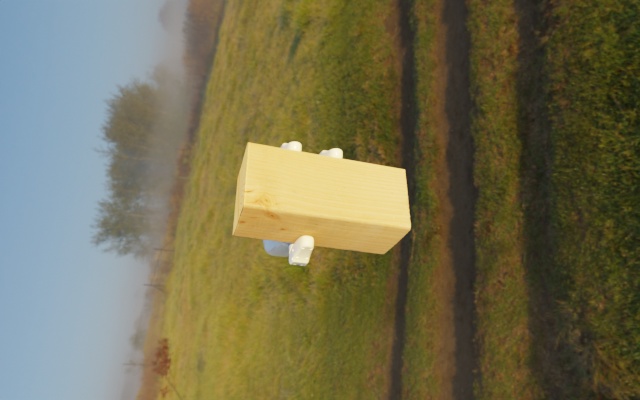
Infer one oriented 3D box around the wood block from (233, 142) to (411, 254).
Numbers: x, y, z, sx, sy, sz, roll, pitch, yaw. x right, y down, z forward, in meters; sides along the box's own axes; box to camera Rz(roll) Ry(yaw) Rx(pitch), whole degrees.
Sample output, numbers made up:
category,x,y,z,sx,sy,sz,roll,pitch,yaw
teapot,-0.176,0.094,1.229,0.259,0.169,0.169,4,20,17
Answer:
category,x,y,z,sx,sy,sz,roll,pitch,yaw
wood block,0.000,0.002,0.611,0.206,0.090,0.090,8,-29,-15
